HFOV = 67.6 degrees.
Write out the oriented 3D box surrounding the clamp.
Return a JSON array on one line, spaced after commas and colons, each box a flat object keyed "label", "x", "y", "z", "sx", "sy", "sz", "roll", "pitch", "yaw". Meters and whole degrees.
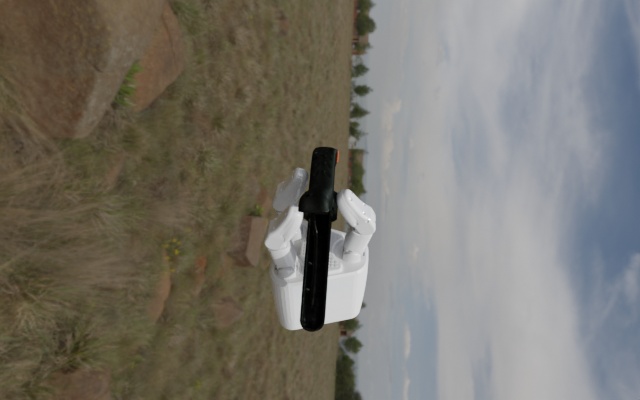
[{"label": "clamp", "x": 0.001, "y": 0.001, "z": 0.487, "sx": 0.036, "sy": 0.209, "sz": 0.165, "roll": 4, "pitch": -44, "yaw": 2}]
